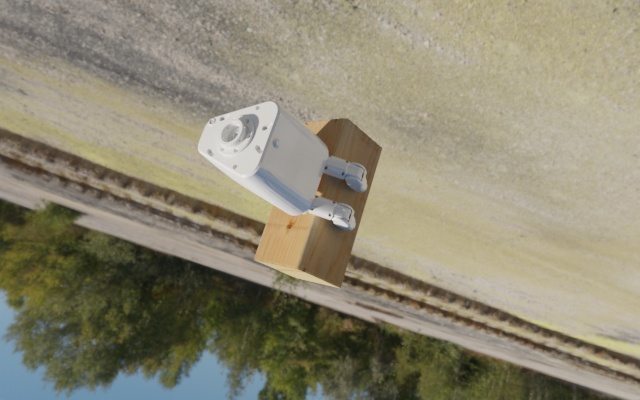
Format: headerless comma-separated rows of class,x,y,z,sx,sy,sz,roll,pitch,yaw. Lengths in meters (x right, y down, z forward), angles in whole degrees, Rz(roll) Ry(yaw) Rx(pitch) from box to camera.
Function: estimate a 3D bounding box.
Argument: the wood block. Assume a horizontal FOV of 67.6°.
wood block,0.000,0.002,0.653,0.091,0.206,0.090,4,-20,44
